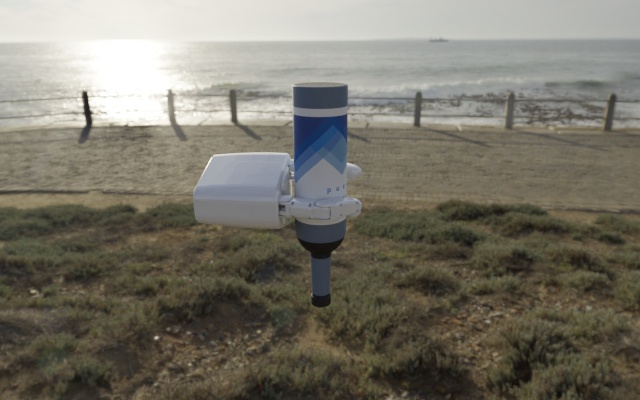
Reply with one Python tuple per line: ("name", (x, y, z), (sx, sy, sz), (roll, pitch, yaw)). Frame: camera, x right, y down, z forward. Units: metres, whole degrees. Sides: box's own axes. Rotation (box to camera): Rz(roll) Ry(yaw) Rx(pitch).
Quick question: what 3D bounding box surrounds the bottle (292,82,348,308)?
("bottle", (0.000, 0.002, 0.613), (0.069, 0.296, 0.069), (0, 19, 0))
